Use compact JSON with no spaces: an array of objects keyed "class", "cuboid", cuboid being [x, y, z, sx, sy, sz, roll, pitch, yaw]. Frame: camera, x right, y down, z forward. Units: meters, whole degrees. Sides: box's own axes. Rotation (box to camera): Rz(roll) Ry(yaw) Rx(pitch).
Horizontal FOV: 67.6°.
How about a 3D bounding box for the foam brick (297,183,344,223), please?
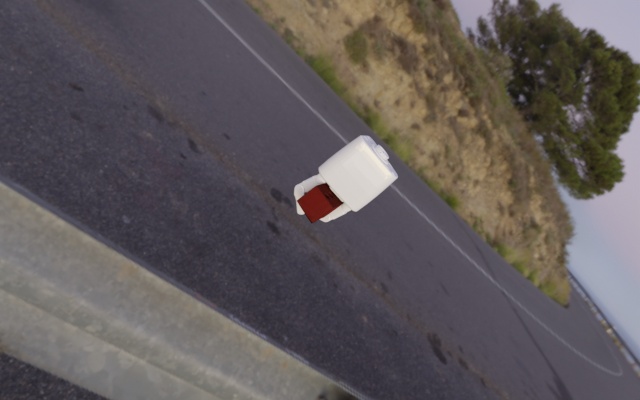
[{"class":"foam brick","cuboid":[0.000,0.003,0.898,0.051,0.053,0.078,-36,-4,18]}]
